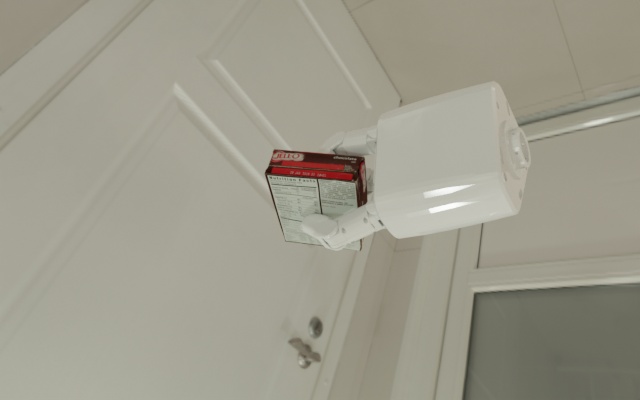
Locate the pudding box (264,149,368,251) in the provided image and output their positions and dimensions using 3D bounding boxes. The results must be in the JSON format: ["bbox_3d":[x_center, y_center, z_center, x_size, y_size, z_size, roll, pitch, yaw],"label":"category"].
[{"bbox_3d":[0.000,0.002,0.481,0.090,0.039,0.114,7,-41,14],"label":"pudding box"}]
